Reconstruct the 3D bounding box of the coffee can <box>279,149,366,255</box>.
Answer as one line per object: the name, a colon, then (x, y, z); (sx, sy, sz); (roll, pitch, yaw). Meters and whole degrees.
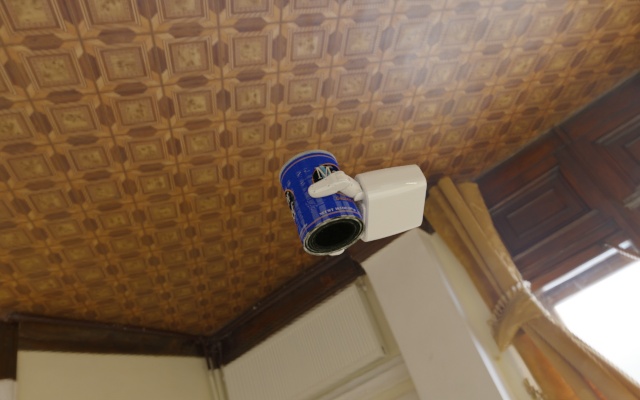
coffee can: (0.000, 0.002, 0.774); (0.103, 0.140, 0.103); (-15, -34, -11)
